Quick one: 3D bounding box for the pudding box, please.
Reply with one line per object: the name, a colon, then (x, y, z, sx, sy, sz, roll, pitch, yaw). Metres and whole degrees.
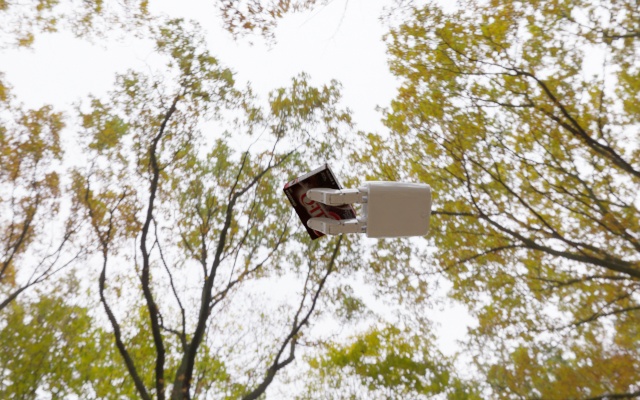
pudding box: (0.000, 0.003, 0.836, 0.090, 0.113, 0.039, -26, 17, 12)
